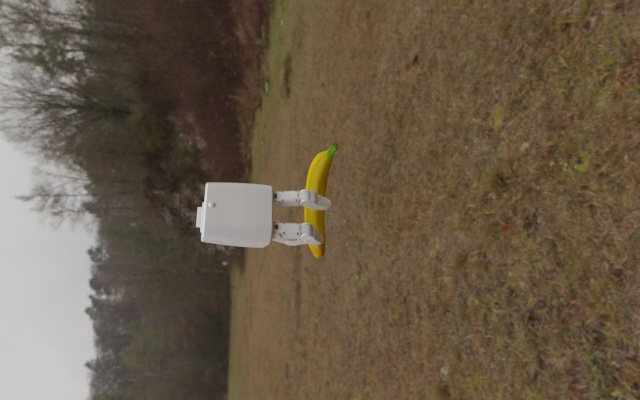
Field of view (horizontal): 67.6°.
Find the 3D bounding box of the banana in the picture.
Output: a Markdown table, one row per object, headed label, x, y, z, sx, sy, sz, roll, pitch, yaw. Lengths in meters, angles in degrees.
| label | x | y | z | sx | sy | sz | roll | pitch | yaw |
| --- | --- | --- | --- | --- | --- | --- | --- | --- | --- |
| banana | -0.005 | 0.000 | 0.836 | 0.037 | 0.198 | 0.069 | 7 | -4 | -17 |
